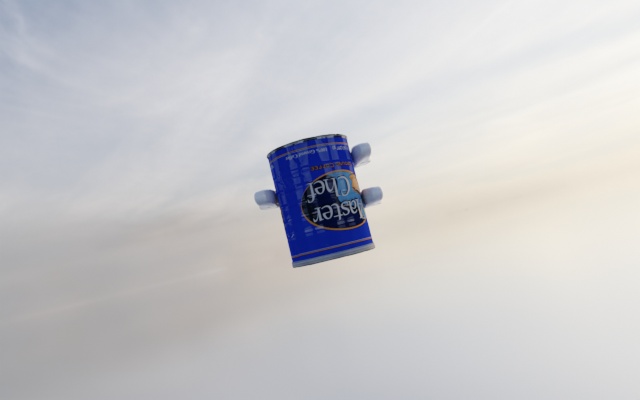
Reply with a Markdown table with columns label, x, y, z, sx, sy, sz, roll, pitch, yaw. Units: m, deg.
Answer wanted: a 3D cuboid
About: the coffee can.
| label | x | y | z | sx | sy | sz | roll | pitch | yaw |
| --- | --- | --- | --- | --- | --- | --- | --- | --- | --- |
| coffee can | 0.000 | 0.002 | 0.581 | 0.103 | 0.140 | 0.103 | -14 | -5 | -1 |
